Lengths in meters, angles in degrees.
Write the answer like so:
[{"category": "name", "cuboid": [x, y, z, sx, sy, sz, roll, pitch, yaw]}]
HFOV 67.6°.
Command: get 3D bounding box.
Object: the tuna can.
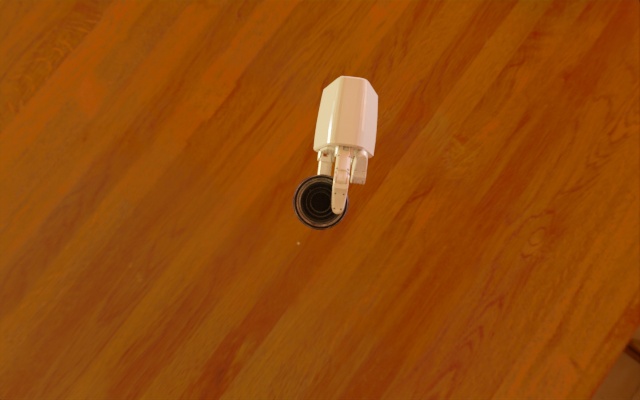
[{"category": "tuna can", "cuboid": [0.000, 0.002, 0.732, 0.086, 0.086, 0.034, 0, 1, -2]}]
